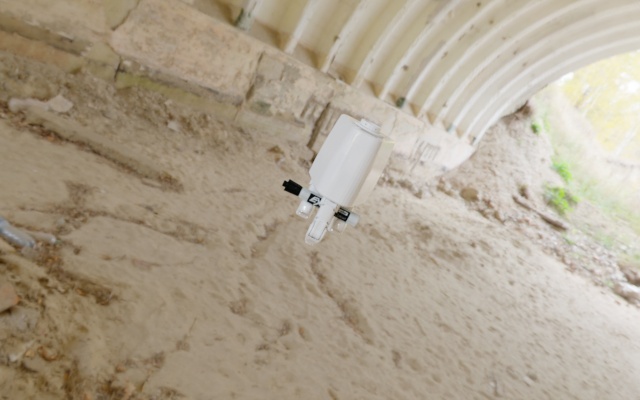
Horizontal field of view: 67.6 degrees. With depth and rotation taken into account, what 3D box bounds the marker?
[{"bbox_3d":[0.000,0.002,0.688,0.121,0.020,0.020,28,-1,-2],"label":"marker"}]
